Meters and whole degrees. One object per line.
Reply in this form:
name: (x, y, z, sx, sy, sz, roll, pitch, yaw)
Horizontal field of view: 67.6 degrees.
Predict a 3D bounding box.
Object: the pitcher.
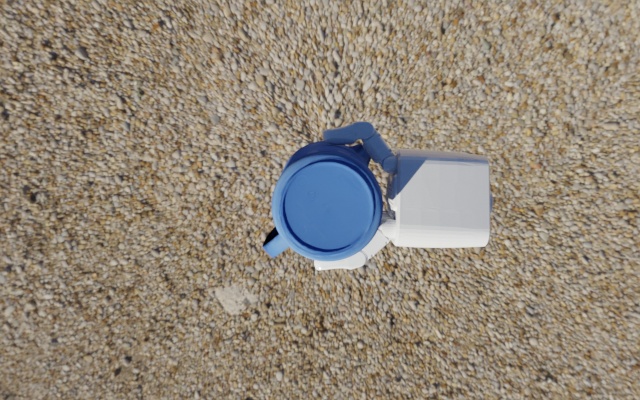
pitcher: (0.000, 0.002, 0.569, 0.145, 0.149, 0.243, 3, 6, 1)
